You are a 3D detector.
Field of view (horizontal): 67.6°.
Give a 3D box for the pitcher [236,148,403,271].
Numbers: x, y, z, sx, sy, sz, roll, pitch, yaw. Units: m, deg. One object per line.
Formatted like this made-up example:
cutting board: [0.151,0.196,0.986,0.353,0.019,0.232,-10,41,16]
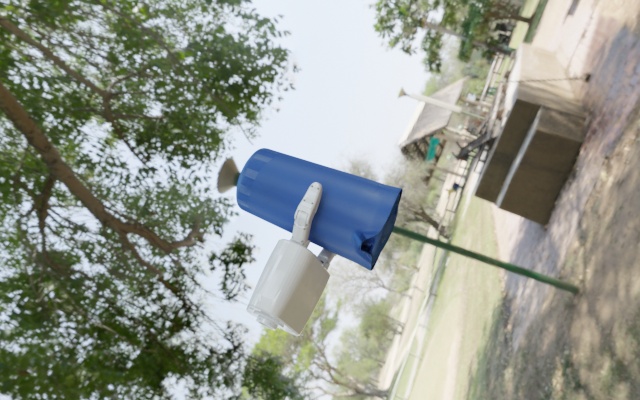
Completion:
pitcher: [0.000,0.003,0.755,0.243,0.145,0.149,21,-21,13]
